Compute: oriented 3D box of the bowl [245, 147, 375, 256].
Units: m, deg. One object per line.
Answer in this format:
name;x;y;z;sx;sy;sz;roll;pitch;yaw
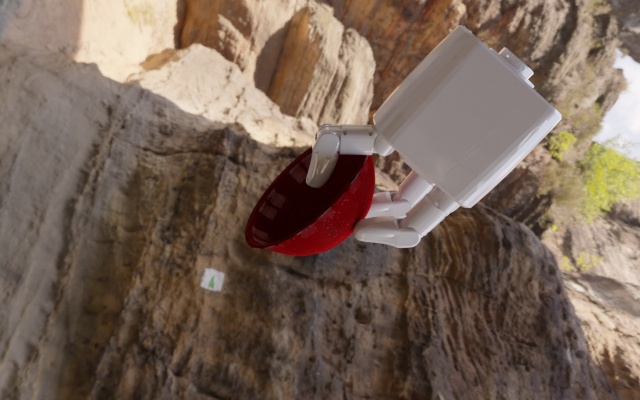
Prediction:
bowl;-0.001;0.002;0.485;0.055;0.162;0.162;47;-23;-24
